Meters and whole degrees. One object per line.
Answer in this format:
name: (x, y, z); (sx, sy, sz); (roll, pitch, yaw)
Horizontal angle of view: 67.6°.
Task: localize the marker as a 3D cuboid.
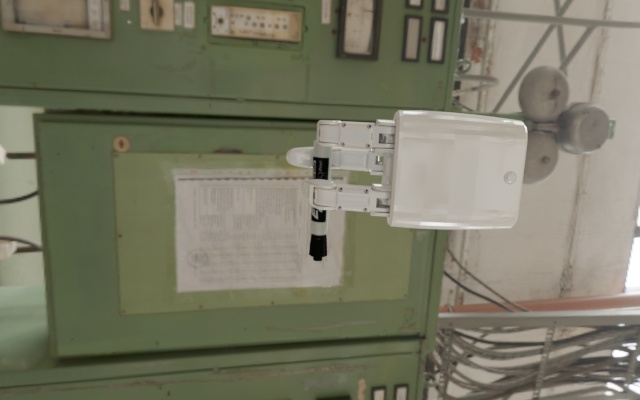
marker: (0.000, 0.002, 0.473); (0.020, 0.121, 0.020); (3, 11, -1)
